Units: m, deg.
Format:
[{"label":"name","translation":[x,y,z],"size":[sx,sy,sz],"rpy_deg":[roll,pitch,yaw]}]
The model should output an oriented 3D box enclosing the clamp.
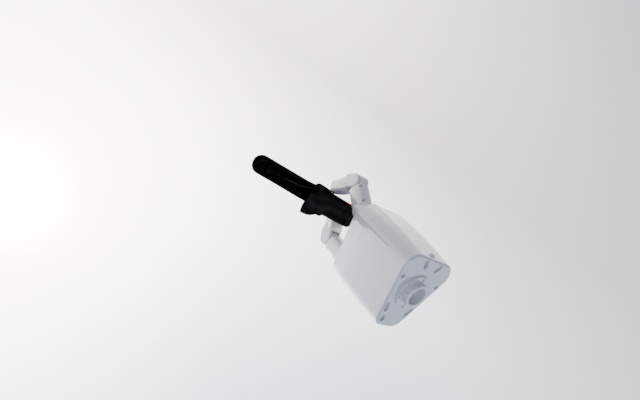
[{"label":"clamp","translation":[0.000,0.002,0.607],"size":[0.171,0.039,0.120],"rpy_deg":[24,17,-41]}]
